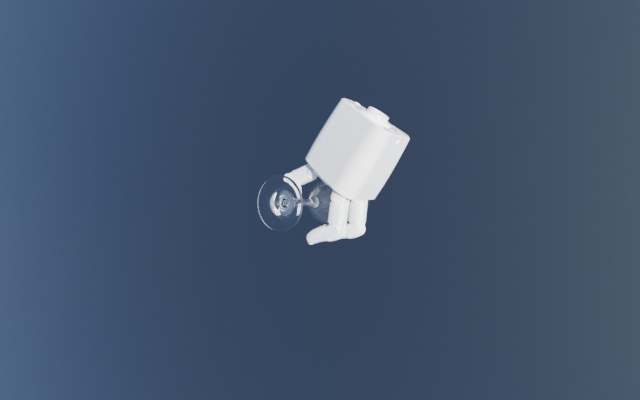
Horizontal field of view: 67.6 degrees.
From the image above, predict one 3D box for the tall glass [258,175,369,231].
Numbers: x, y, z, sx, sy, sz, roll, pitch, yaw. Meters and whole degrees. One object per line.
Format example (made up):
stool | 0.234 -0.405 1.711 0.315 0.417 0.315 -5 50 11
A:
tall glass | 0.000 0.002 0.710 0.079 0.079 0.201 0 0 33
